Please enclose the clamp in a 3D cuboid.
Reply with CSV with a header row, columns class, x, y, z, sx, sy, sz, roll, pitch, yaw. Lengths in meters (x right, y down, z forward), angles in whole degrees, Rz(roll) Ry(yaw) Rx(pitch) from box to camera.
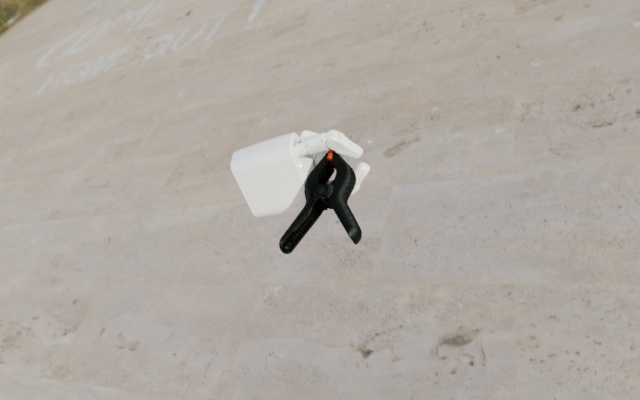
class,x,y,z,sx,sy,sz,roll,pitch,yaw
clamp,0.000,0.002,0.670,0.120,0.171,0.039,-13,-45,18
